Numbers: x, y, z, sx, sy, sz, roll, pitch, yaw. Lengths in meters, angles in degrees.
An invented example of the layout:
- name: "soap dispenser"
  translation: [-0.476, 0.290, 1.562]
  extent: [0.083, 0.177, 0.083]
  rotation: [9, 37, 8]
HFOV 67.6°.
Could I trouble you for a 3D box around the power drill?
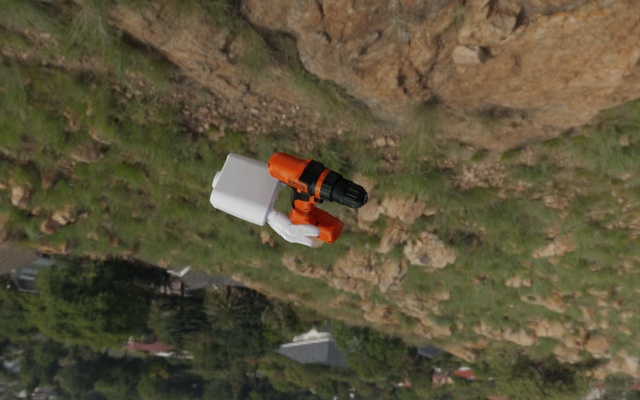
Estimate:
- name: "power drill"
  translation: [0.000, 0.003, 0.858]
  extent: [0.184, 0.057, 0.188]
  rotation: [25, -29, 19]
